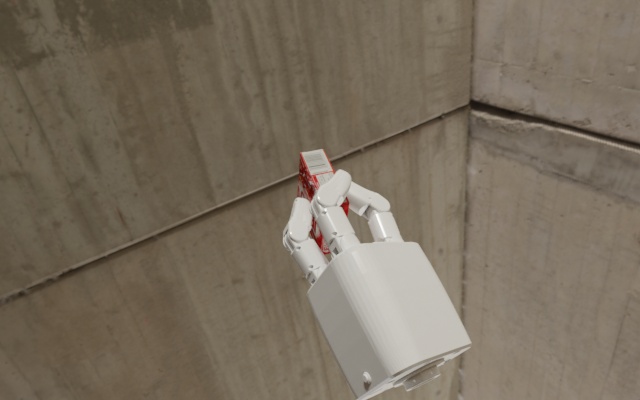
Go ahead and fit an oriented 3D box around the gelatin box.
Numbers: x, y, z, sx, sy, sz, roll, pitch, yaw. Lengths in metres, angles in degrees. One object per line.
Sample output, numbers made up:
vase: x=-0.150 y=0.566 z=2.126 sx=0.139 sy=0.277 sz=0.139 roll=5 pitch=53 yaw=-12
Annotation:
gelatin box: x=0.000 y=0.001 z=0.508 sx=0.030 sy=0.073 sz=0.089 roll=-10 pitch=48 yaw=-15
